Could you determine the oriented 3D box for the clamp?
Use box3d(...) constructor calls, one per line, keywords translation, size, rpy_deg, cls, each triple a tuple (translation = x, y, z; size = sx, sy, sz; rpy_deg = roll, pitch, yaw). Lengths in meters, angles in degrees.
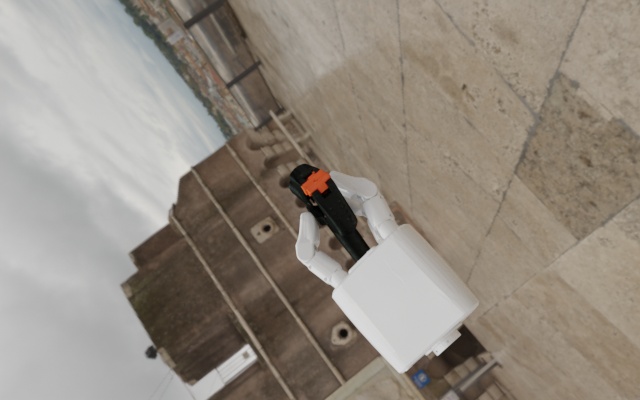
box3d(translation=(0.000, 0.002, 0.558), size=(0.164, 0.036, 0.210), rpy_deg=(46, -6, 22), cls="clamp")
